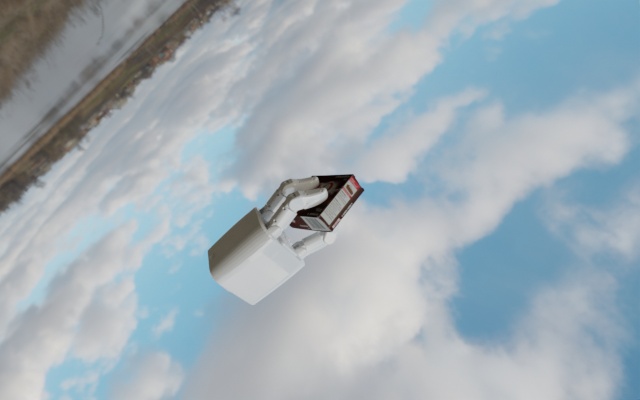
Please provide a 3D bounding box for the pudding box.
[{"bbox_3d":[0.000,0.003,0.732,0.113,0.090,0.039,4,-40,53],"label":"pudding box"}]
